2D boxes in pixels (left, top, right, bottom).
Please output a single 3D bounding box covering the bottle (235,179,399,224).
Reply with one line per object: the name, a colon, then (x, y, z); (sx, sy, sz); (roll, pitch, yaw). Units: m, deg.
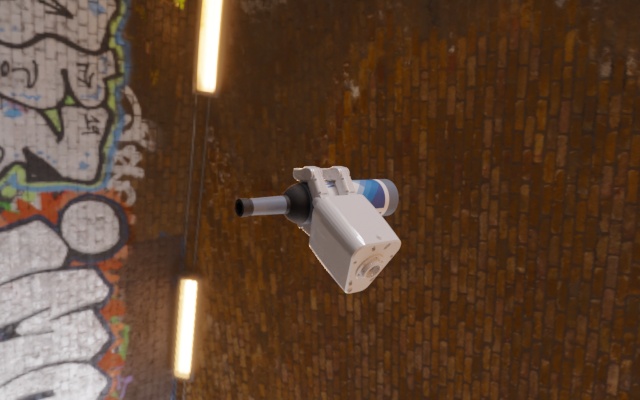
bottle: (0.000, 0.002, 0.776); (0.296, 0.069, 0.069); (-4, 2, -37)
